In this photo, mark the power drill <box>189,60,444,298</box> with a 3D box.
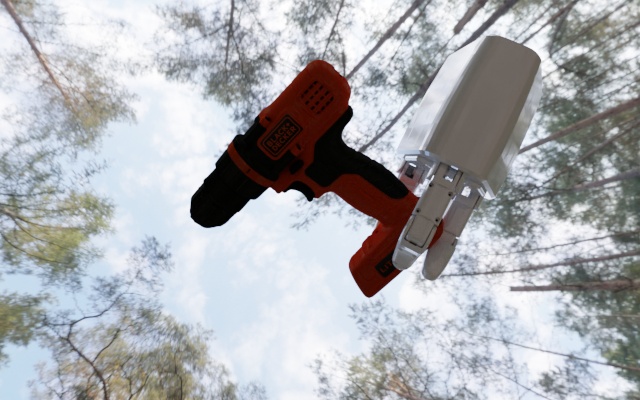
[{"bbox_3d":[0.001,0.001,0.426,0.188,0.184,0.057,41,18,-14],"label":"power drill"}]
